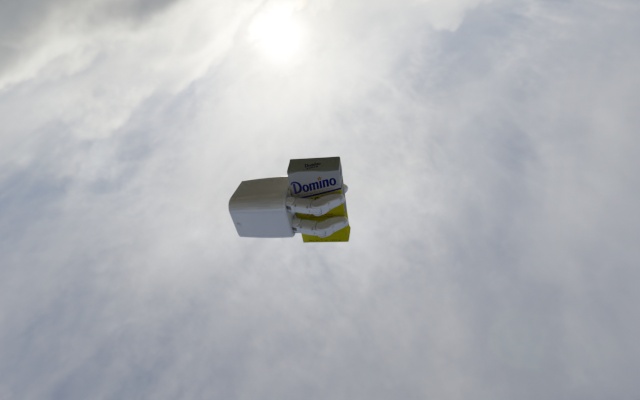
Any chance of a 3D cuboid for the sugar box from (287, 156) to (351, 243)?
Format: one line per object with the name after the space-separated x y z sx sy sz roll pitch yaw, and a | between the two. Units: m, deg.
0.000 0.003 0.875 0.093 0.176 0.048 -3 43 10 | sugar box
